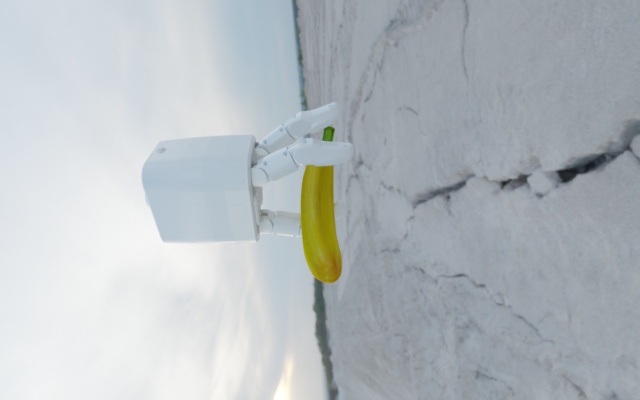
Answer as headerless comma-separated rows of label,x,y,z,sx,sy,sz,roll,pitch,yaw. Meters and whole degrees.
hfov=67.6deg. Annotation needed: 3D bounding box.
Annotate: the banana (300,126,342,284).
banana,-0.001,0.012,0.479,0.037,0.197,0.070,1,-42,-4
